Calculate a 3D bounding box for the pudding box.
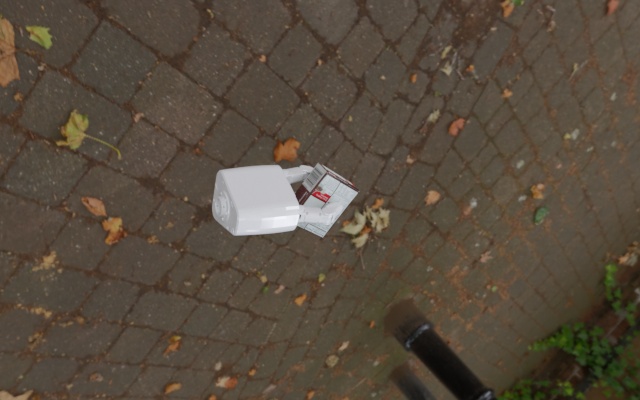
[{"bbox_3d":[0.000,0.003,0.833,0.090,0.113,0.039,28,16,-41],"label":"pudding box"}]
